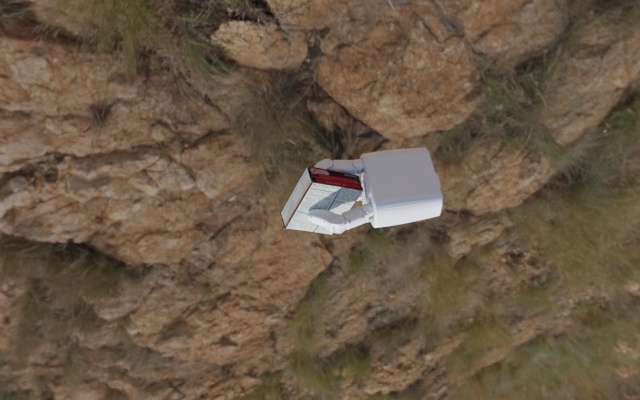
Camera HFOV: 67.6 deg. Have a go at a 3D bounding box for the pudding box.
[{"bbox_3d":[0.000,0.003,0.740,0.090,0.039,0.113,10,-48,-26],"label":"pudding box"}]
